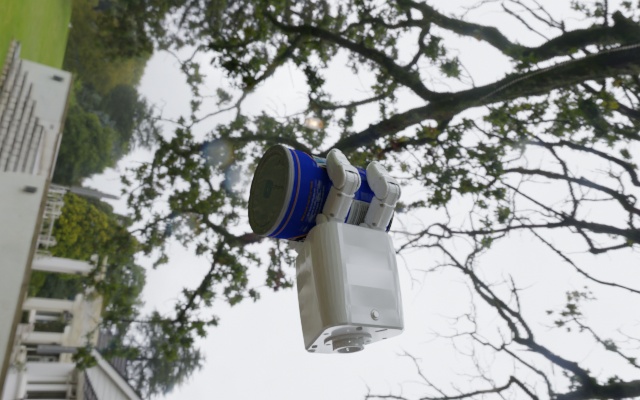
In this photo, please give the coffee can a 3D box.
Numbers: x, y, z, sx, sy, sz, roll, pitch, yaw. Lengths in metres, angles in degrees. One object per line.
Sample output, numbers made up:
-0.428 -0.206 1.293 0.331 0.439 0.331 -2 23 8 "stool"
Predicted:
0.000 0.002 0.555 0.140 0.103 0.103 13 -7 -29 "coffee can"
